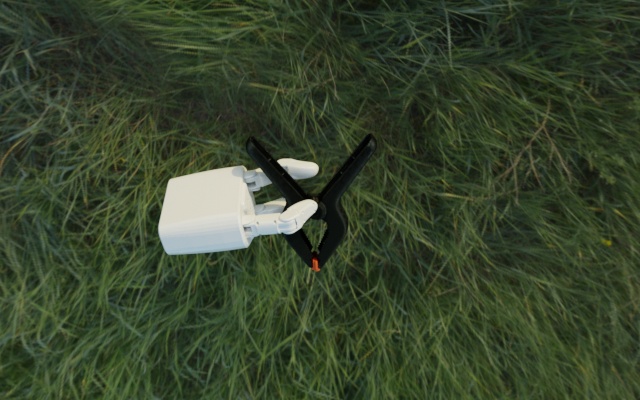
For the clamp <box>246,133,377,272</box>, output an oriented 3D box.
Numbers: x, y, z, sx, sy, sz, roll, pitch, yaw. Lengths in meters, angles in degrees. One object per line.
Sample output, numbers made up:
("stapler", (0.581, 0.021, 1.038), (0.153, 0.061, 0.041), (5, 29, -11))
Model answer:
("clamp", (0.000, 0.003, 0.642), (0.164, 0.210, 0.036), (-6, 29, 5))
